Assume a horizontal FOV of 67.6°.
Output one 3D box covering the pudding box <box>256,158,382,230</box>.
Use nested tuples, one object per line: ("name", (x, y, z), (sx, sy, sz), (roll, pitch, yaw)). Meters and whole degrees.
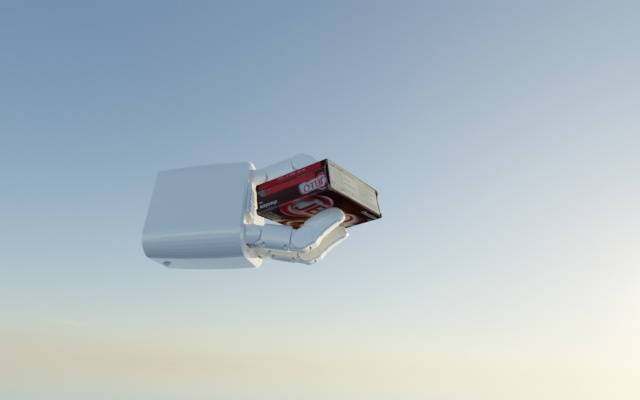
("pudding box", (0.000, 0.002, 0.508), (0.090, 0.039, 0.113), (-18, -23, 29))
